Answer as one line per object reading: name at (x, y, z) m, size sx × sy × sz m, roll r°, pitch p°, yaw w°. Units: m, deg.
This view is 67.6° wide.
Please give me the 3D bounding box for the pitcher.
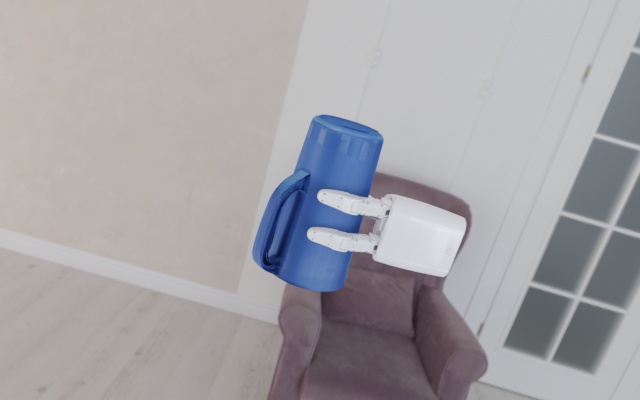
pitcher at (0.000, 0.002, 0.703) m, size 0.145 × 0.243 × 0.149 m, roll 17°, pitch 16°, yaw 0°
